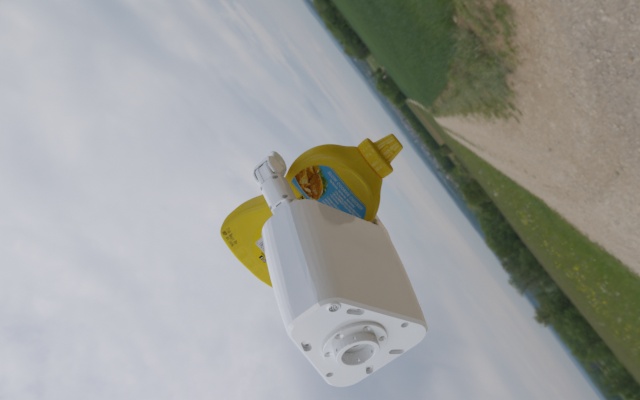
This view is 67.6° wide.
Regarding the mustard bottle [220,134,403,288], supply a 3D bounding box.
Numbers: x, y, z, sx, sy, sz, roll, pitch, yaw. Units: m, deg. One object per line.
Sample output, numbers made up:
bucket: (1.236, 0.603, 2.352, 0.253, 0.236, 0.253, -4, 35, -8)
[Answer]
mustard bottle: (0.000, 0.002, 0.471, 0.192, 0.096, 0.058, -38, 16, 14)
